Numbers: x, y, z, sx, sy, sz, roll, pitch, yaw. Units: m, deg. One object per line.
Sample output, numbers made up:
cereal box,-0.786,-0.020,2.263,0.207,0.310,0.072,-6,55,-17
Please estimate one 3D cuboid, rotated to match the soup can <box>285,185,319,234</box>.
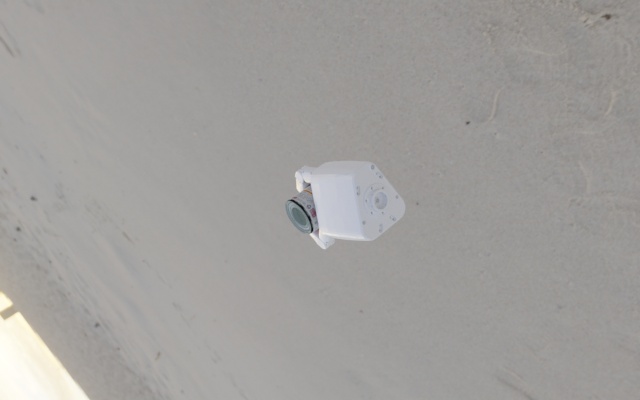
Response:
soup can,0.000,0.003,0.799,0.102,0.068,0.068,-35,18,-27
